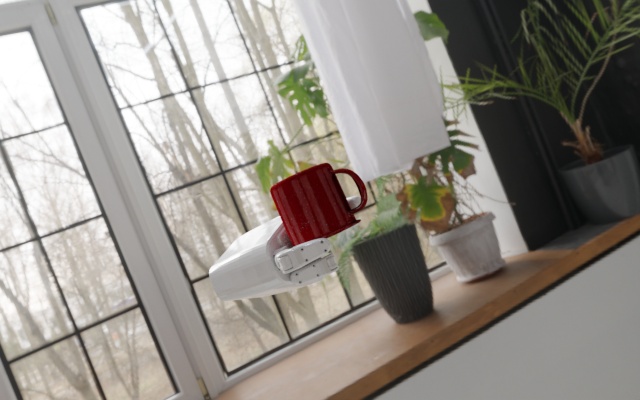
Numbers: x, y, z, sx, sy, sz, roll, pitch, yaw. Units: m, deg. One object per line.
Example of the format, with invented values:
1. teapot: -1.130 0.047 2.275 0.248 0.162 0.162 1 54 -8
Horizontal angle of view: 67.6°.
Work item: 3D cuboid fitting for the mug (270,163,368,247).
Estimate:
1. mug: 0.001 0.001 0.568 0.117 0.081 0.093 -24 -1 27
